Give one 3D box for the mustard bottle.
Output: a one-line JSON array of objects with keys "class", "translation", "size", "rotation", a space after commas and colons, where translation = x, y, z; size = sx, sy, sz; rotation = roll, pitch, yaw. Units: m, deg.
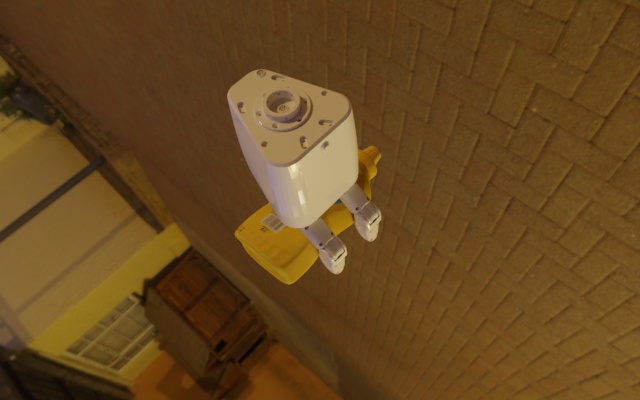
[{"class": "mustard bottle", "translation": [0.000, 0.002, 0.546], "size": [0.191, 0.058, 0.096], "rotation": [-43, 42, -18]}]
